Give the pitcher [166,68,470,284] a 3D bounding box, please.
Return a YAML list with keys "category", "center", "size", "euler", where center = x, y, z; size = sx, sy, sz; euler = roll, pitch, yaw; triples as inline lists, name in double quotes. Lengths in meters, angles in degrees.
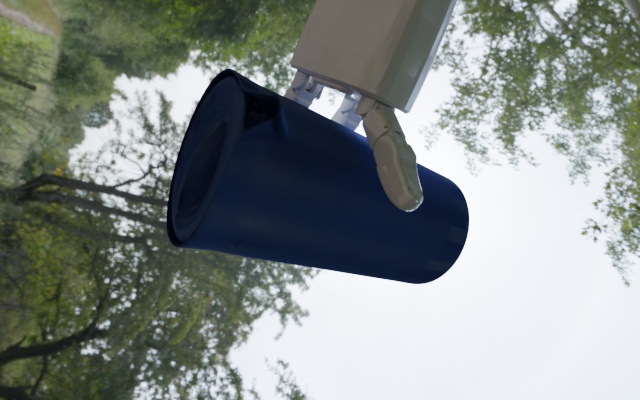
- category: "pitcher"
  center: [0.000, 0.001, 0.409]
  size: [0.243, 0.145, 0.149]
  euler: [18, 12, -30]
